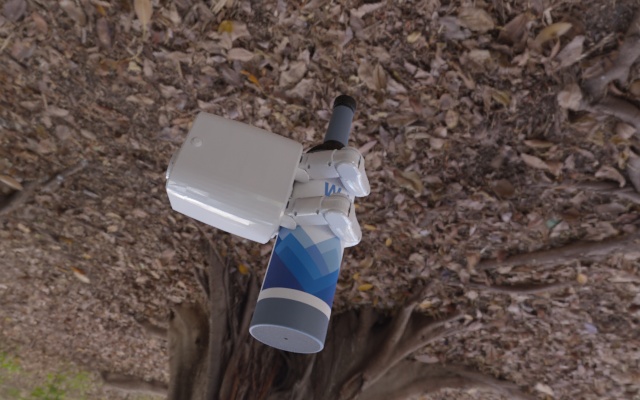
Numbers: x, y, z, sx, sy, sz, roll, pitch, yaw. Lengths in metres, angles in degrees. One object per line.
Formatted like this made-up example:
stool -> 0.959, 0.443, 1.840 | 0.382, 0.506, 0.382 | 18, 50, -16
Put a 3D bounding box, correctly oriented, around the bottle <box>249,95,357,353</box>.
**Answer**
bottle -> 0.000, 0.002, 0.494 | 0.069, 0.295, 0.069 | 10, -33, 7
